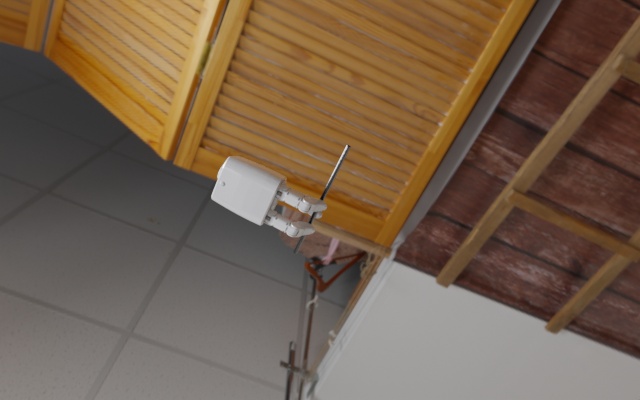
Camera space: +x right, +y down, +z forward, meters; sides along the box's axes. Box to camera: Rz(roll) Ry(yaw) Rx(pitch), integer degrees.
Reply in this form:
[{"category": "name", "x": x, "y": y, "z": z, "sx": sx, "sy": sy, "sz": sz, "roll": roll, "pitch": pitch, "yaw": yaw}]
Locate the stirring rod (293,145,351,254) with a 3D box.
[{"category": "stirring rod", "x": 0.000, "y": 0.003, "z": 0.889, "sx": 0.011, "sy": 0.240, "sz": 0.011, "roll": 22, "pitch": 23, "yaw": -10}]
